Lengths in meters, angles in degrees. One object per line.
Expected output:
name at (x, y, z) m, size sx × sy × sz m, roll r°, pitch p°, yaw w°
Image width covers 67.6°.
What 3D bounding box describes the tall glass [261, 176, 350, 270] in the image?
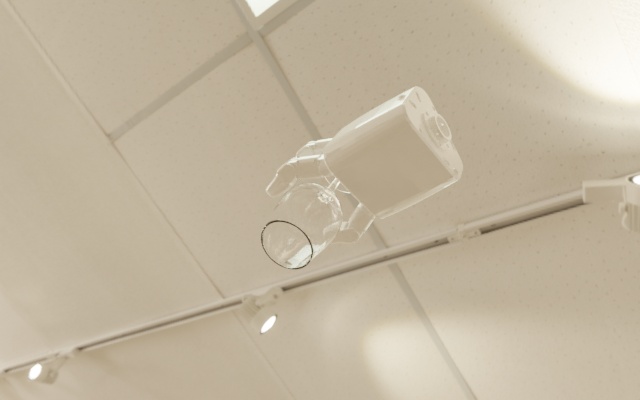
tall glass at (0.000, 0.002, 0.587) m, size 0.079 × 0.079 × 0.201 m, roll 0°, pitch 28°, yaw 25°
